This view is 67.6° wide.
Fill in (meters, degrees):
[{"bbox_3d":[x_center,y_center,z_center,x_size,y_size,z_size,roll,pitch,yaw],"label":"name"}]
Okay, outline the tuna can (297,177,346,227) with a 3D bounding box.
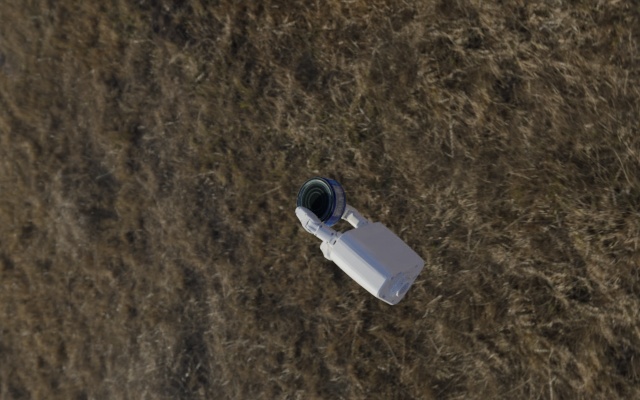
[{"bbox_3d":[0.000,0.003,0.815,0.086,0.086,0.034,0,-4,40],"label":"tuna can"}]
